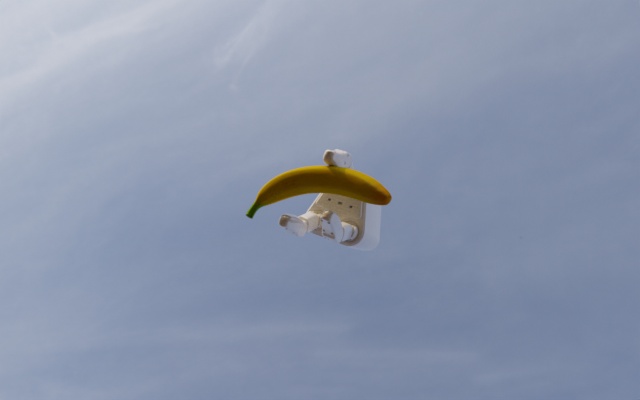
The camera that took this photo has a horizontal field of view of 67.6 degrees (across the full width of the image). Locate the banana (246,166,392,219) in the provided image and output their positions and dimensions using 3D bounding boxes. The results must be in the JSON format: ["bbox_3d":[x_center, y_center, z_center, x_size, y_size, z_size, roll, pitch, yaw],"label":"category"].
[{"bbox_3d":[-0.003,-0.015,0.633,0.198,0.069,0.037,-7,-21,19],"label":"banana"}]
